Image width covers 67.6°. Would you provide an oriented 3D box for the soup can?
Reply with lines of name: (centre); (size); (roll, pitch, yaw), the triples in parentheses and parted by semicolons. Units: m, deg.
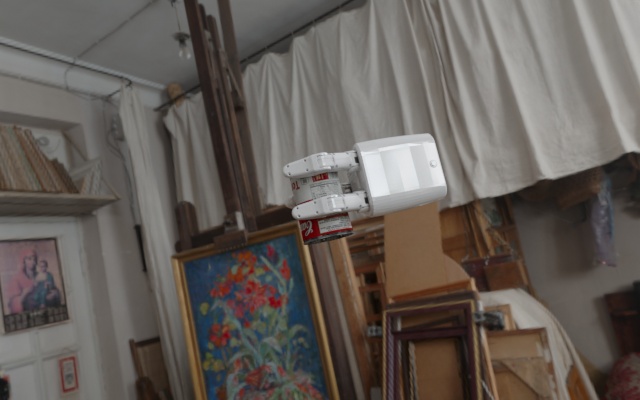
soup can: (0.000, 0.002, 0.634); (0.068, 0.102, 0.068); (-12, -9, -2)
